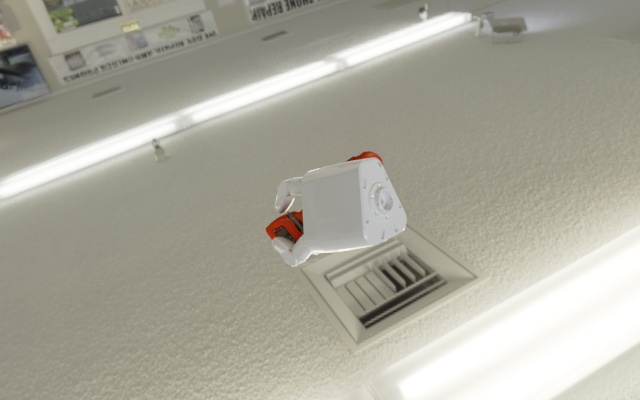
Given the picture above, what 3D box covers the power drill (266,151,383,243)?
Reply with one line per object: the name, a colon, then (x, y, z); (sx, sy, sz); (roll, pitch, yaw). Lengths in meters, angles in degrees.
power drill: (0.000, 0.003, 0.770); (0.187, 0.057, 0.184); (-43, 4, -24)
